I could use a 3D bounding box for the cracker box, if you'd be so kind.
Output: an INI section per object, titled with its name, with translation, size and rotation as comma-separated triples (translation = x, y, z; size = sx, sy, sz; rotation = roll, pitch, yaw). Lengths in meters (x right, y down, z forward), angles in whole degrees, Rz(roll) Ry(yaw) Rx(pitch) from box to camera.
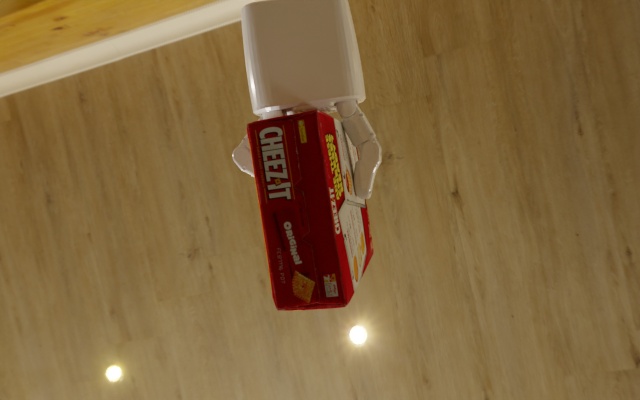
[cracker box]
translation = 0.000, 0.002, 0.493
size = 0.072, 0.164, 0.213
rotation = -8, 4, 13
